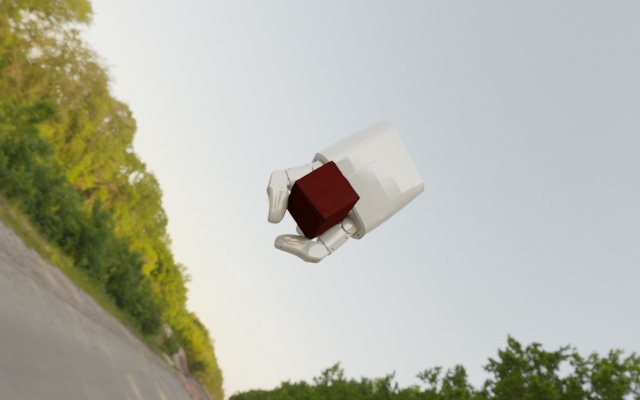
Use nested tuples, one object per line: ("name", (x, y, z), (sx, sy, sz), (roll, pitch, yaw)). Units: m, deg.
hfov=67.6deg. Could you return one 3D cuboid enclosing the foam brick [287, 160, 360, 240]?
("foam brick", (0.000, 0.002, 0.526), (0.051, 0.053, 0.078), (-31, -11, -21))
